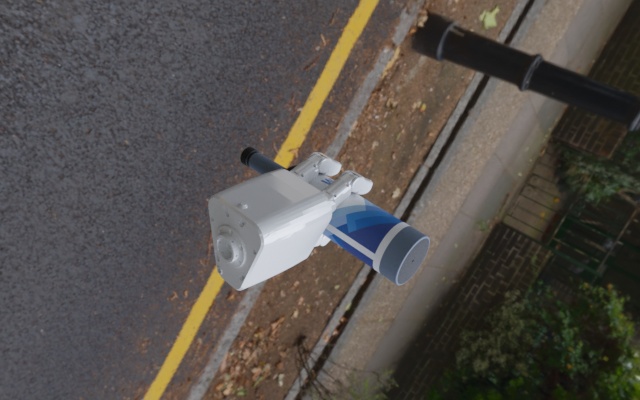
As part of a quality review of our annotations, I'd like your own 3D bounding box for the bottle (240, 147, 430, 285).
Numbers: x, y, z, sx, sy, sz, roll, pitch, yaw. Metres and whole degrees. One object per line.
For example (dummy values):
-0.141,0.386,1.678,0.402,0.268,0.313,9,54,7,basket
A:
0.000,0.002,0.625,0.295,0.069,0.069,32,18,30,bottle
